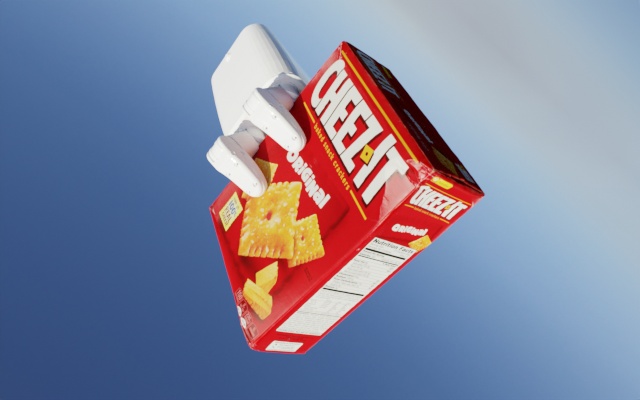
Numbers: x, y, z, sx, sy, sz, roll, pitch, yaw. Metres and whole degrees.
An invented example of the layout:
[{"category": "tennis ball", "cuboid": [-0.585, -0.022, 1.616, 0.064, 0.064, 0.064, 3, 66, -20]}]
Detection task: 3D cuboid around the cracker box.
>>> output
[{"category": "cracker box", "cuboid": [0.000, 0.001, 0.404, 0.072, 0.164, 0.214, 18, -55, -41]}]
